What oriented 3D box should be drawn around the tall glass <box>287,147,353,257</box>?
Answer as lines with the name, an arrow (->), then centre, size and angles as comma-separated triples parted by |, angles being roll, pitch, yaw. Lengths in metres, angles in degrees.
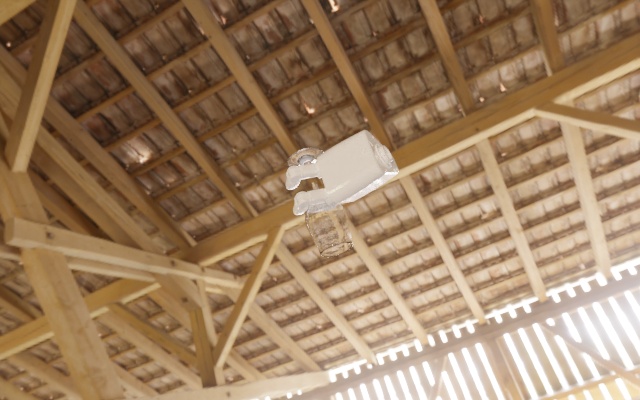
tall glass -> 0.000, 0.002, 0.896 | 0.079, 0.201, 0.079 | -15, -24, -7
